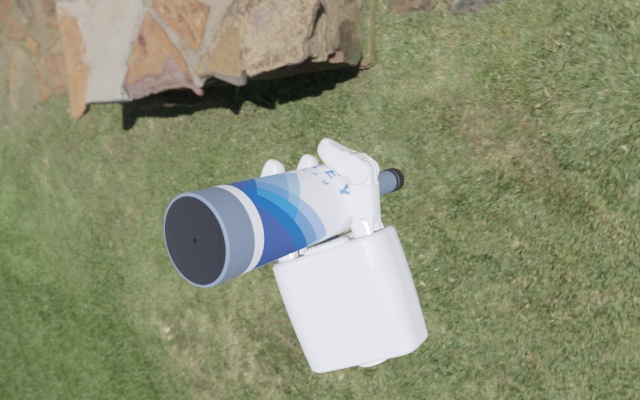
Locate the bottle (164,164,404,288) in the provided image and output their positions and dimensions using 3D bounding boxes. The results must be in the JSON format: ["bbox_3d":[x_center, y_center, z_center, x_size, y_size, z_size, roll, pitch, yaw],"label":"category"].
[{"bbox_3d":[0.000,0.001,0.438,0.069,0.069,0.295,0,10,36],"label":"bottle"}]
